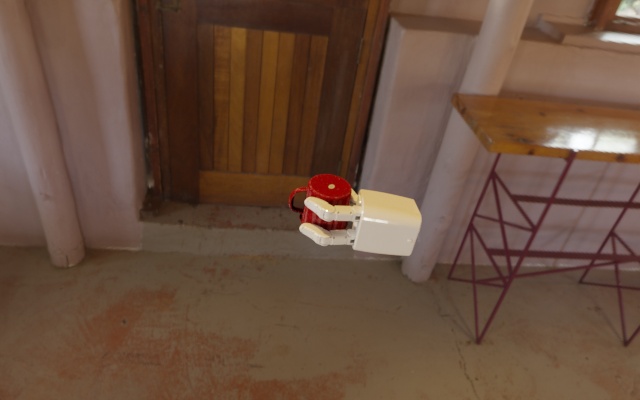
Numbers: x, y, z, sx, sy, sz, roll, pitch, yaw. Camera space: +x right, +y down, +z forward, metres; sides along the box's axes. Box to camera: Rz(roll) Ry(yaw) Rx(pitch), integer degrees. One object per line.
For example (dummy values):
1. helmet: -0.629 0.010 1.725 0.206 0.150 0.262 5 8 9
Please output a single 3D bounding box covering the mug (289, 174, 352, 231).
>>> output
1. mug: -0.001 0.002 0.885 0.117 0.082 0.093 8 35 -4
